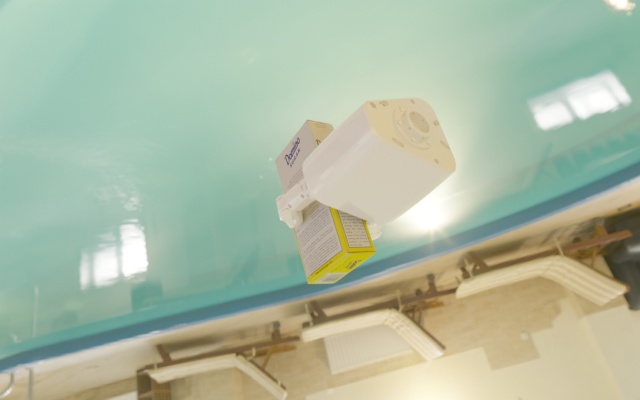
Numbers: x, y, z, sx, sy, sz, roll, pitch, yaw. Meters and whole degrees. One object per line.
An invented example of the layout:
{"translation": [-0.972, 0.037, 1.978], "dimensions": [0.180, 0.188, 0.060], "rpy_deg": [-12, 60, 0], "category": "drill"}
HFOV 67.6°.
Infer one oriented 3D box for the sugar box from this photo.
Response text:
{"translation": [0.001, 0.002, 0.572], "dimensions": [0.048, 0.176, 0.093], "rpy_deg": [4, -32, -33], "category": "sugar box"}
